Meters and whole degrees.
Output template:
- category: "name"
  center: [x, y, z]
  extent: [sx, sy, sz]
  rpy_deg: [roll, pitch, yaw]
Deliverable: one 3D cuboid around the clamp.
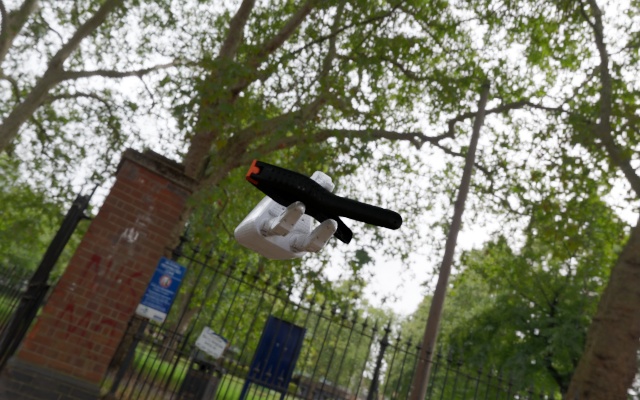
- category: "clamp"
  center: [0.000, 0.001, 0.661]
  extent: [0.210, 0.036, 0.164]
  rpy_deg: [30, -23, -21]
